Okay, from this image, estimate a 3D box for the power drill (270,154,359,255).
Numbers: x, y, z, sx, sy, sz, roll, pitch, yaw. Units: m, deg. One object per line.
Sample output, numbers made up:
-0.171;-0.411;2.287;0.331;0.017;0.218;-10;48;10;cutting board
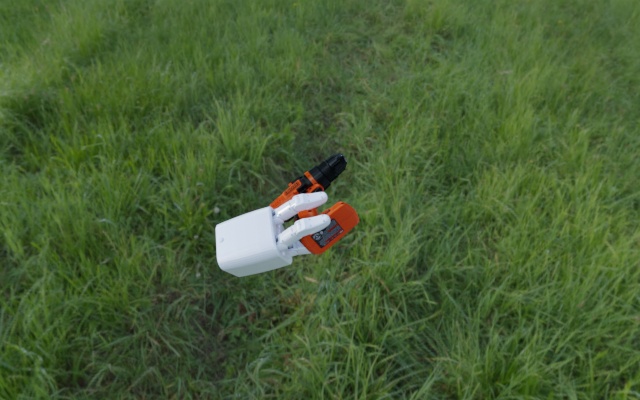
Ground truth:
0.000;0.003;0.881;0.057;0.184;0.187;47;2;-31;power drill
